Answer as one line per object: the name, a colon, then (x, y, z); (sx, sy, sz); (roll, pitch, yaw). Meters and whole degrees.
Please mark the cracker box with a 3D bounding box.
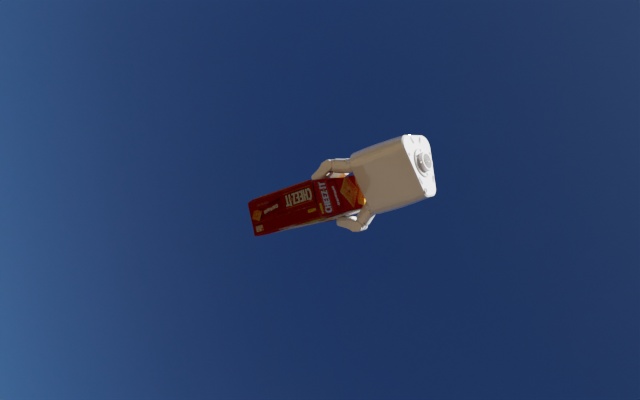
cracker box: (0.000, 0.003, 0.881); (0.164, 0.072, 0.213); (-18, -6, 39)
